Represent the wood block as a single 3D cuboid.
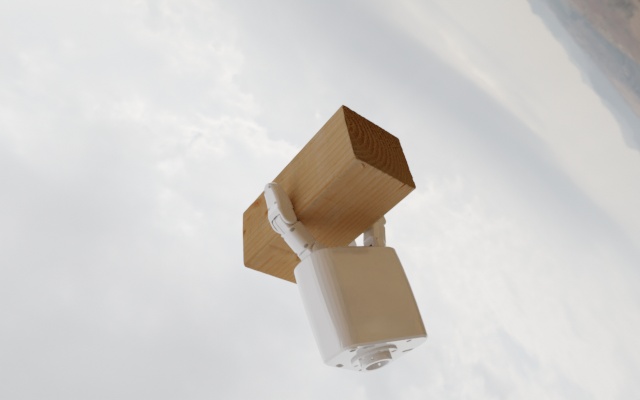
[{"bbox_3d":[0.000,0.002,0.564,0.091,0.090,0.206,25,-52,-31],"label":"wood block"}]
